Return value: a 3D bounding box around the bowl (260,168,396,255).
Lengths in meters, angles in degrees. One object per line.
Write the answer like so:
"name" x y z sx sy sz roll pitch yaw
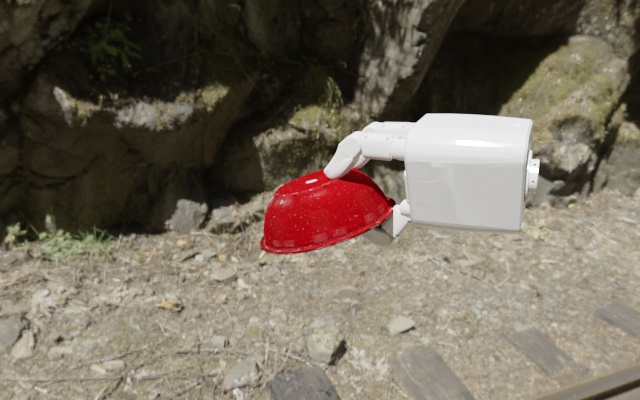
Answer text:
"bowl" -0.001 0.002 0.540 0.162 0.055 0.162 -17 13 4
